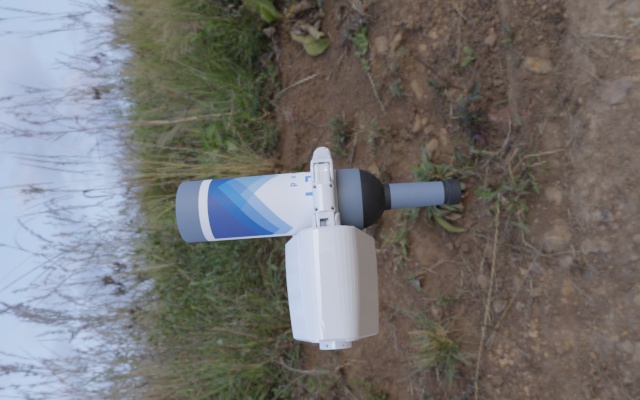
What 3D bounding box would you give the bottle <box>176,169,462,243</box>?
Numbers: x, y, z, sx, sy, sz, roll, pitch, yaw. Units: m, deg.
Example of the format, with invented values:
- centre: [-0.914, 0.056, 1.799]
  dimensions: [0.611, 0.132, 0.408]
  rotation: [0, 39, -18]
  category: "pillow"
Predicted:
- centre: [0.000, 0.002, 0.514]
  dimensions: [0.296, 0.069, 0.069]
  rotation: [-4, 0, 3]
  category: "bottle"
